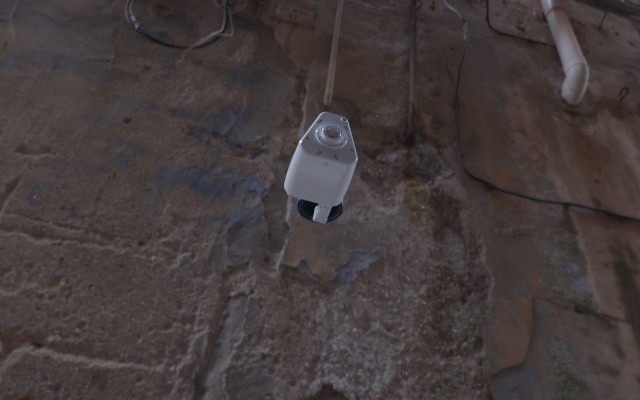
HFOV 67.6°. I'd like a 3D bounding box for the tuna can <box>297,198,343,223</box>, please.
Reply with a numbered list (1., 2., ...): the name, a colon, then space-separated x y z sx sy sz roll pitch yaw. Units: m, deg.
1. tuna can: 0.000 0.003 0.893 0.086 0.033 0.086 3 -41 3
